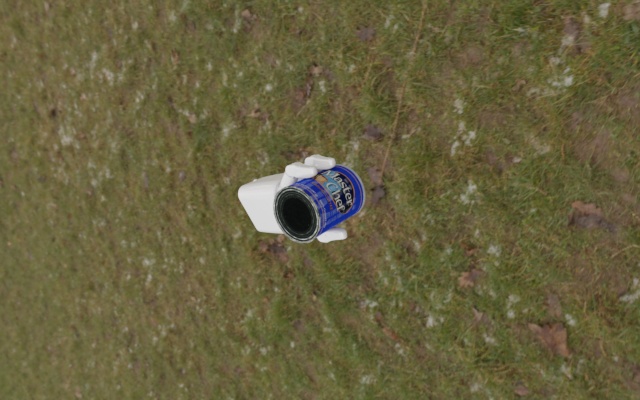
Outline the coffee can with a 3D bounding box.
[{"bbox_3d":[0.000,0.003,0.849,0.103,0.103,0.140,0,18,39],"label":"coffee can"}]
